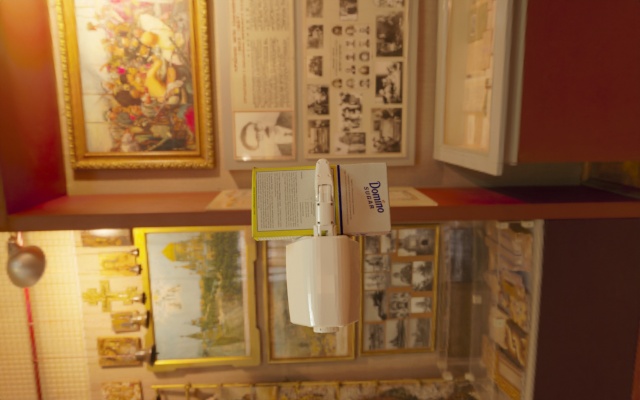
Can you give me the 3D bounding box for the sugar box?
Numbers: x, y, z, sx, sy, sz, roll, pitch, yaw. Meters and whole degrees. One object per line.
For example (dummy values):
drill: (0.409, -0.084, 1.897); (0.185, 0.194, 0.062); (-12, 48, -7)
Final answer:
sugar box: (0.000, 0.002, 0.624); (0.176, 0.093, 0.048); (-1, -10, -3)
